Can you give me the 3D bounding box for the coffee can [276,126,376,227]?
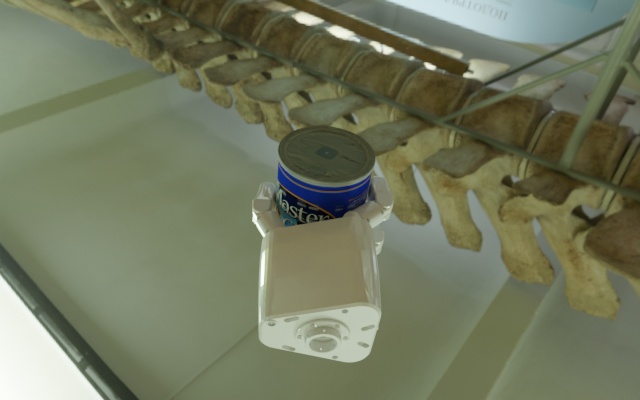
[{"bbox_3d":[0.000,0.002,0.542,0.103,0.140,0.102,4,40,-4],"label":"coffee can"}]
